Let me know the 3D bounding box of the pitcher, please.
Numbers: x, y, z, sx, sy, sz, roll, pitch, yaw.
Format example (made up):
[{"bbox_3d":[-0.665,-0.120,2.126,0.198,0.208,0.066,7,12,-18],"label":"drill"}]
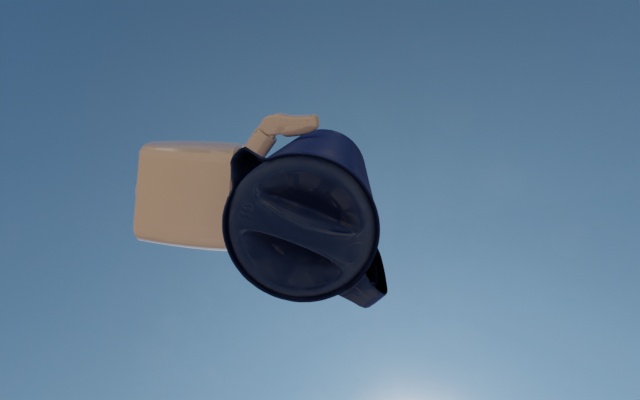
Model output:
[{"bbox_3d":[0.000,0.002,0.507,0.145,0.149,0.242,3,17,5],"label":"pitcher"}]
